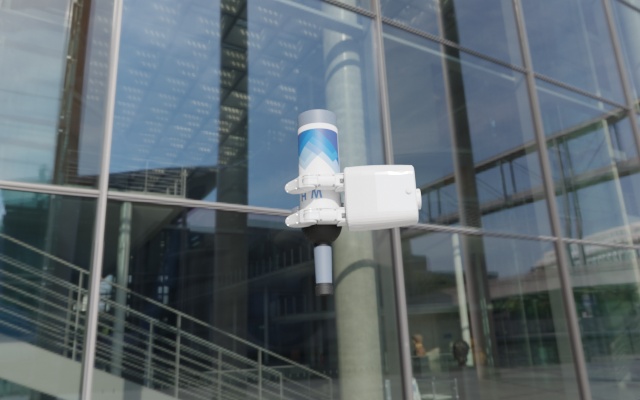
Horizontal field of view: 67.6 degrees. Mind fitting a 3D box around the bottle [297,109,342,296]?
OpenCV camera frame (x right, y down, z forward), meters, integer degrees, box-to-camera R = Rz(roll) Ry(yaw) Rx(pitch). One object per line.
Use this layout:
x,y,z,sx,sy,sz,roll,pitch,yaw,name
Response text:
0.000,0.002,0.766,0.069,0.295,0.069,-2,-15,-1,bottle
